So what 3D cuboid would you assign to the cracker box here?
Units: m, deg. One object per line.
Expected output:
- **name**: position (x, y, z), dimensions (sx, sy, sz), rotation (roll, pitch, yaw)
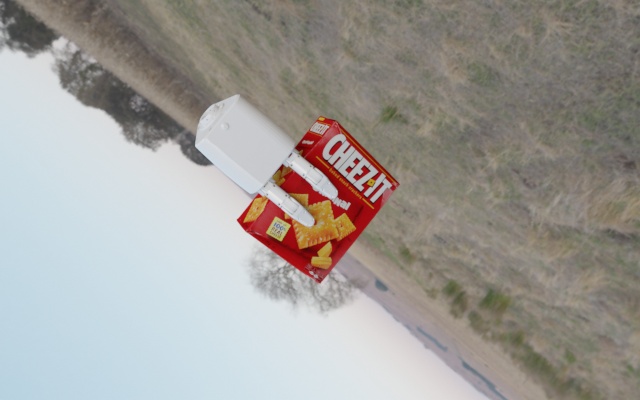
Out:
- **cracker box**: position (0.000, 0.003, 0.758), dimensions (0.164, 0.213, 0.072), rotation (40, -3, -28)
